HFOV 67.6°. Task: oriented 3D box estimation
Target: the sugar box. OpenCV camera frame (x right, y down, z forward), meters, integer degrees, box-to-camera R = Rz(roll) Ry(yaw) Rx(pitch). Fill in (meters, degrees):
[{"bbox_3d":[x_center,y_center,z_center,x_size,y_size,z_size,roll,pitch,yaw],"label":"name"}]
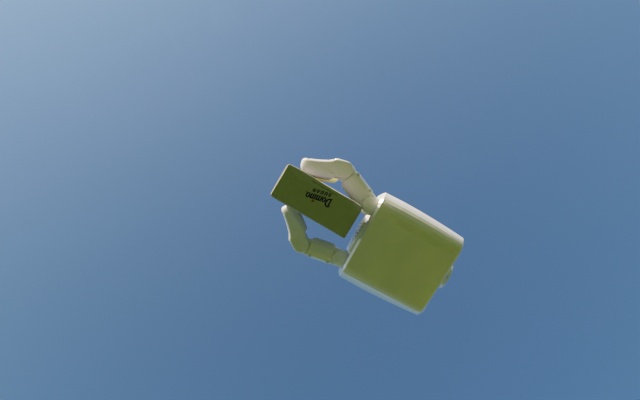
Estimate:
[{"bbox_3d":[0.000,0.001,0.581,0.093,0.048,0.176,30,-2,2],"label":"sugar box"}]
